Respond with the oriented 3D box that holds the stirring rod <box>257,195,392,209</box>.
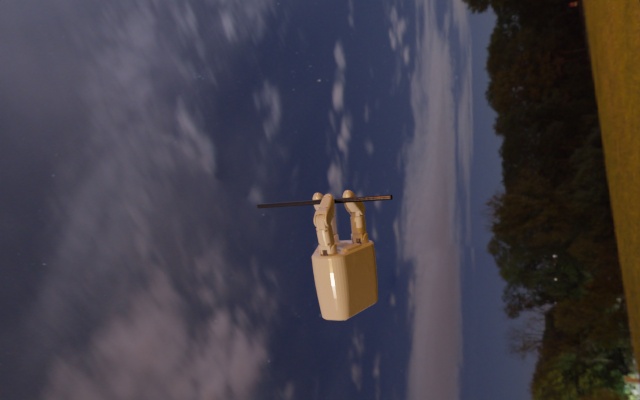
[{"bbox_3d":[0.000,0.003,0.777,0.239,0.011,0.011,-4,-2,26],"label":"stirring rod"}]
